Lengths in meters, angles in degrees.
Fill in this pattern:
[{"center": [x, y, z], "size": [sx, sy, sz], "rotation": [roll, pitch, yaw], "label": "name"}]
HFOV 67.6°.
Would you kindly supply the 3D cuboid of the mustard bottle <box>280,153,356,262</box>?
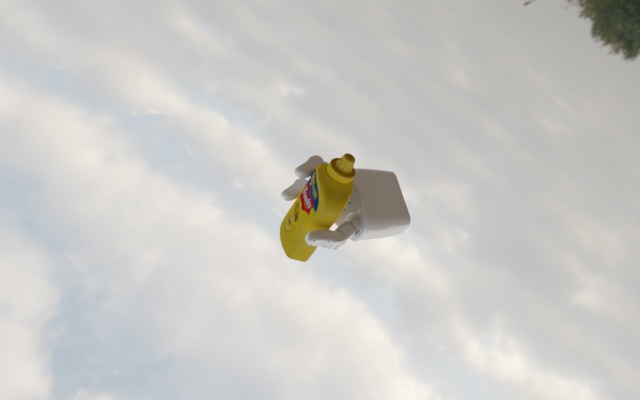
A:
[{"center": [0.000, 0.002, 0.722], "size": [0.058, 0.096, 0.192], "rotation": [17, -49, -20], "label": "mustard bottle"}]
